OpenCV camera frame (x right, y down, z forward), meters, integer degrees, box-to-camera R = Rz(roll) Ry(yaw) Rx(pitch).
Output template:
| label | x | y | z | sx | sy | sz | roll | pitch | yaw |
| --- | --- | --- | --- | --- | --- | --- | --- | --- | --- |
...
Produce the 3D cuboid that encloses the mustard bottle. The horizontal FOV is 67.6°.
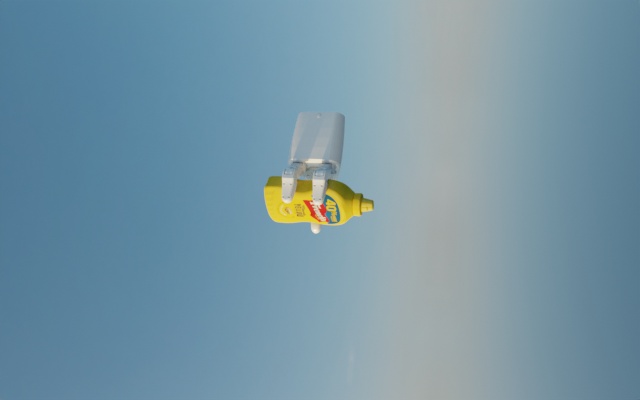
| label | x | y | z | sx | sy | sz | roll | pitch | yaw |
| --- | --- | --- | --- | --- | --- | --- | --- | --- | --- |
| mustard bottle | 0.000 | 0.003 | 0.860 | 0.191 | 0.096 | 0.058 | 3 | 44 | 14 |
